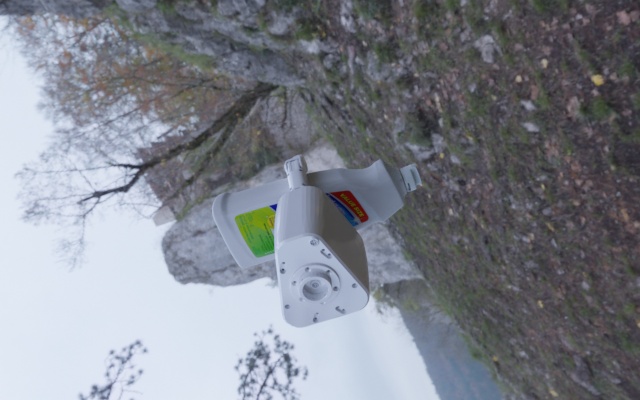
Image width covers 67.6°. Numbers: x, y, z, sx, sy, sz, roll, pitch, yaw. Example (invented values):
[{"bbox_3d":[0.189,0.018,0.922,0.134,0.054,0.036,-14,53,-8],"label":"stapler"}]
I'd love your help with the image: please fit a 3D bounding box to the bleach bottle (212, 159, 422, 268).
[{"bbox_3d":[0.000,0.002,0.601,0.251,0.103,0.068,-19,23,8],"label":"bleach bottle"}]
